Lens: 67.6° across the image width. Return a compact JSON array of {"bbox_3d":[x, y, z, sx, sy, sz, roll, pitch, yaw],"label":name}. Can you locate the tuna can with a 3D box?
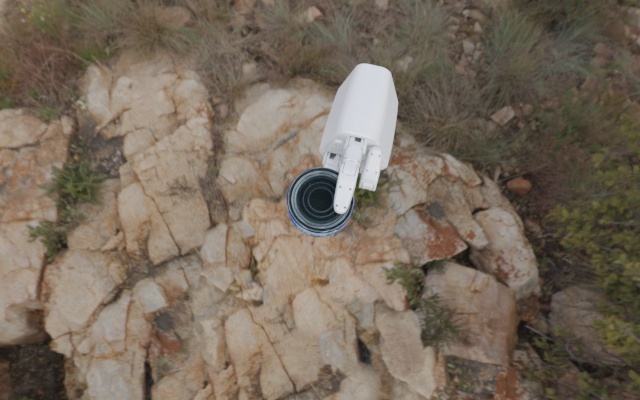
[{"bbox_3d":[0.000,0.002,0.602,0.086,0.086,0.034,0,-13,-3],"label":"tuna can"}]
